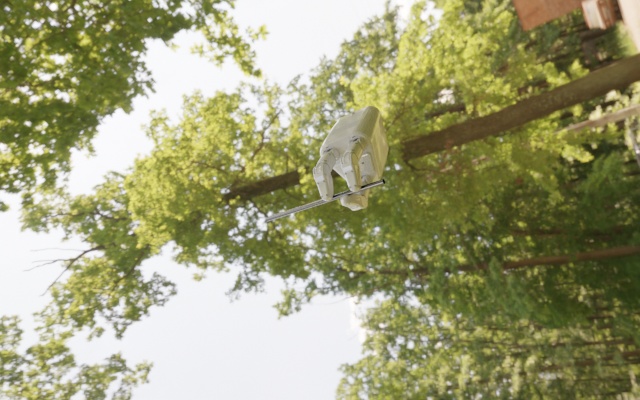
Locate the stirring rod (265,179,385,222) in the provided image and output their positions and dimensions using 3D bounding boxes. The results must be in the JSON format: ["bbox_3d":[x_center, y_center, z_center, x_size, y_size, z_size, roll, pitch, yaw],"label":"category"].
[{"bbox_3d":[0.000,0.003,0.793,0.239,0.011,0.011,-18,-10,32],"label":"stirring rod"}]
